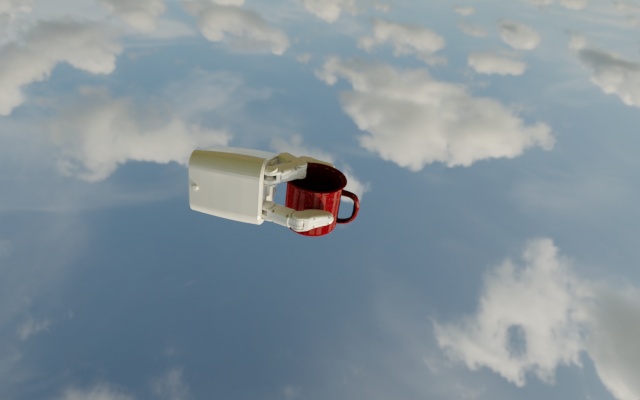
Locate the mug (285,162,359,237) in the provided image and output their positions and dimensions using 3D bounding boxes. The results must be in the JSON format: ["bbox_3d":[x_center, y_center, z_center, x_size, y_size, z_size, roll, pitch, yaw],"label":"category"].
[{"bbox_3d":[0.002,0.003,0.715,0.117,0.081,0.093,12,31,7],"label":"mug"}]
